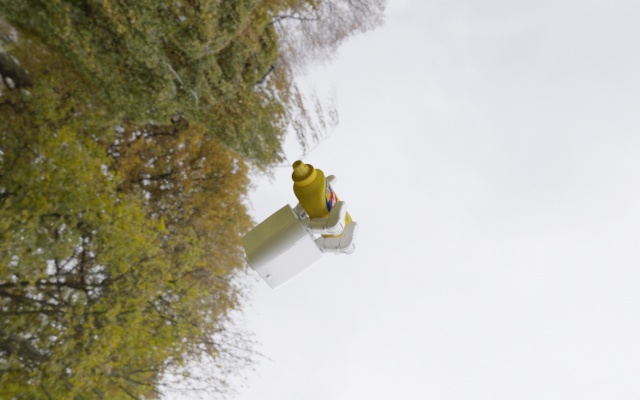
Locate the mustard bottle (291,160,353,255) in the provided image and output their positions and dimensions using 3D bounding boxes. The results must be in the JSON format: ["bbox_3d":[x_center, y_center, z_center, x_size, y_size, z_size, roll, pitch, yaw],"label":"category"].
[{"bbox_3d":[0.001,0.003,0.815,0.058,0.096,0.192,-18,-47,16],"label":"mustard bottle"}]
